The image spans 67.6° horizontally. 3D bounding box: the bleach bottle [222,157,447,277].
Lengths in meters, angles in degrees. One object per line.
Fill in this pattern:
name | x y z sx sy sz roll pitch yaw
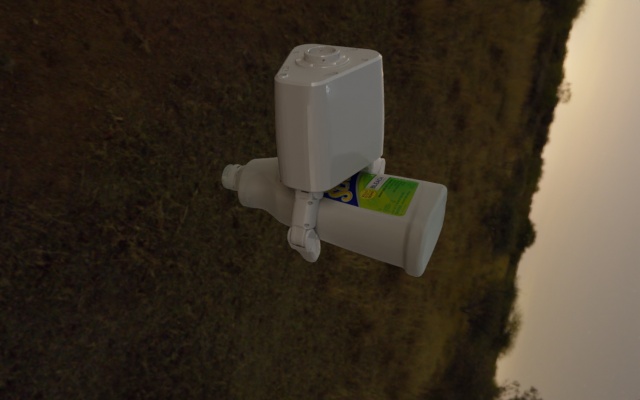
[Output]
bleach bottle | 0.000 0.002 0.516 0.251 0.068 0.102 13 37 22
